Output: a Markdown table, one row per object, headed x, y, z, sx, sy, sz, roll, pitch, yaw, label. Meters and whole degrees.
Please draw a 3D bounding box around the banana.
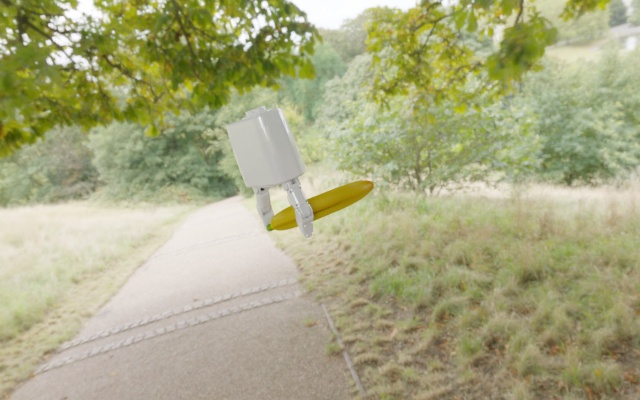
| x | y | z | sx | sy | sz | roll | pitch | yaw | label |
| --- | --- | --- | --- | --- | --- | --- | --- | --- | --- |
| -0.002 | 0.007 | 0.786 | 0.198 | 0.037 | 0.069 | -21 | 11 | 1 | banana |
